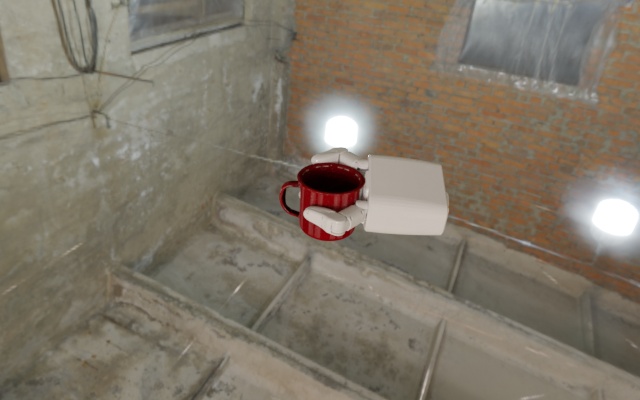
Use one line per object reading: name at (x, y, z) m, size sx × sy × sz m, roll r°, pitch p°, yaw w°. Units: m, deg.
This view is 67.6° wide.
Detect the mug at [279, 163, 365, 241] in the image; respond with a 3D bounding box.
mug at (-0.001, 0.002, 0.670) m, size 0.117 × 0.081 × 0.093 m, roll 5°, pitch 31°, yaw 1°
